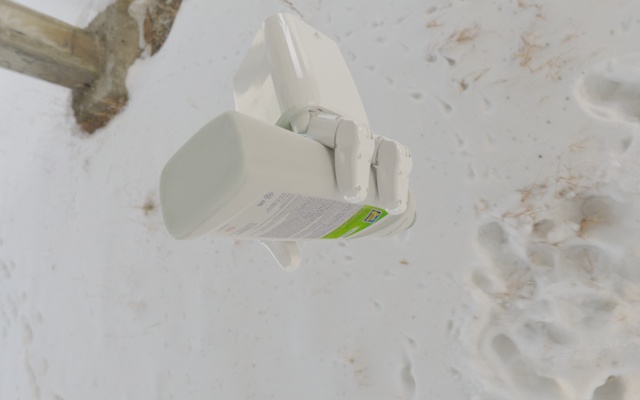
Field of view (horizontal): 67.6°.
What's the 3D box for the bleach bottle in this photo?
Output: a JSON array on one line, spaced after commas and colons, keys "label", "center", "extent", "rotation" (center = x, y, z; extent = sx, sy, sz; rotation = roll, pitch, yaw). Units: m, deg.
[{"label": "bleach bottle", "center": [0.000, 0.001, 0.412], "extent": [0.102, 0.068, 0.251], "rotation": [-34, -30, 32]}]
